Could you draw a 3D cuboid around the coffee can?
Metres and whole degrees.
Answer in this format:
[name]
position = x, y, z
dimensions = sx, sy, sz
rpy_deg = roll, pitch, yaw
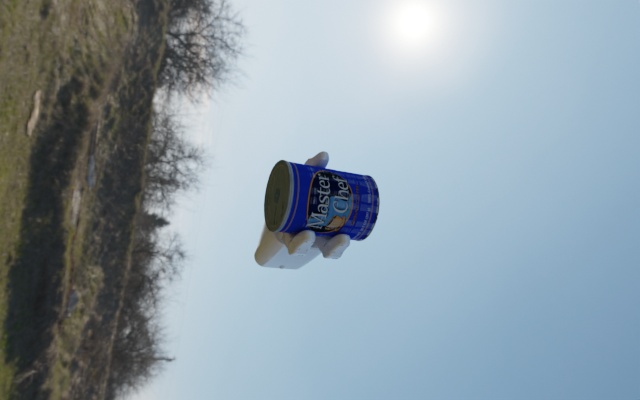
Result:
[coffee can]
position = 0.000, 0.002, 0.697
dimensions = 0.140, 0.103, 0.103
rpy_deg = 8, -3, -24
